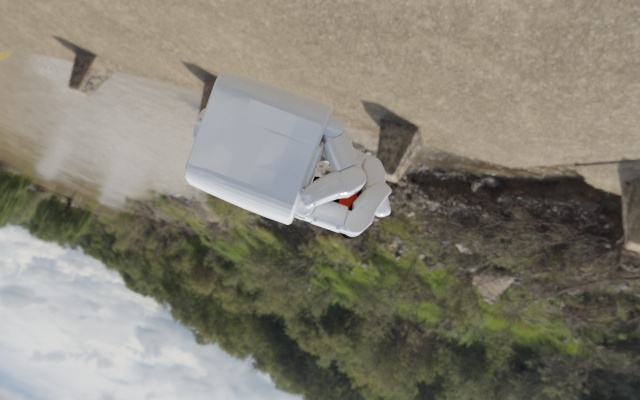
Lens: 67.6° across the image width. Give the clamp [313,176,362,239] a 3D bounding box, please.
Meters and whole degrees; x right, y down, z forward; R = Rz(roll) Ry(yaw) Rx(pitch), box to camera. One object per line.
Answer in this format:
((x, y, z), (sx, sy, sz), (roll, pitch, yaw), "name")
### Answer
((0.000, 0.002, 0.534), (0.120, 0.039, 0.171), (20, -14, 0), "clamp")
